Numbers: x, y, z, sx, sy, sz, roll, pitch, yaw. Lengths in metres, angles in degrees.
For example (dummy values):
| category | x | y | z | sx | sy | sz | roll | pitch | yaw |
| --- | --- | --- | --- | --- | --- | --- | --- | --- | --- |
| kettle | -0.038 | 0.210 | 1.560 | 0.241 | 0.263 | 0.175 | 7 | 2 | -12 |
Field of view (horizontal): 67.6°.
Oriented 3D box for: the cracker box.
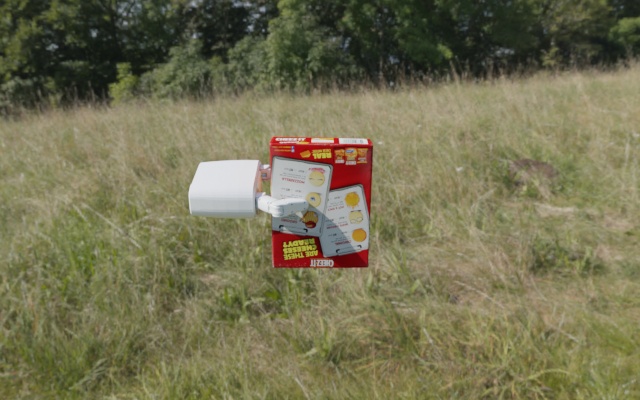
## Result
| category | x | y | z | sx | sy | sz | roll | pitch | yaw |
| --- | --- | --- | --- | --- | --- | --- | --- | --- | --- |
| cracker box | 0.000 | 0.003 | 0.798 | 0.164 | 0.214 | 0.072 | 0 | 19 | 0 |
